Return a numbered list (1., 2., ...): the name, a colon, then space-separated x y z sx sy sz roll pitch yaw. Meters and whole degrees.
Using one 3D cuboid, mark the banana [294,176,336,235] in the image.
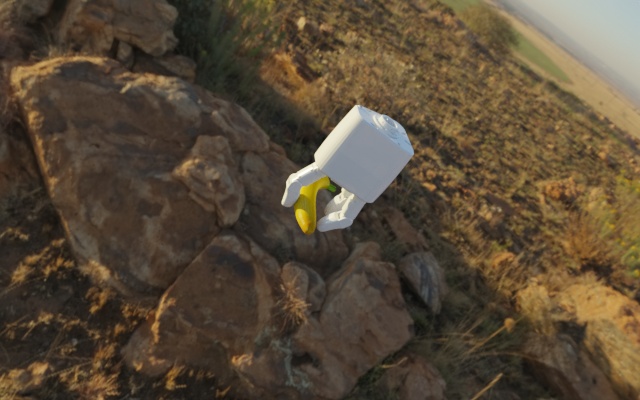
1. banana: -0.013 -0.011 0.826 0.069 0.037 0.197 40 28 -5
